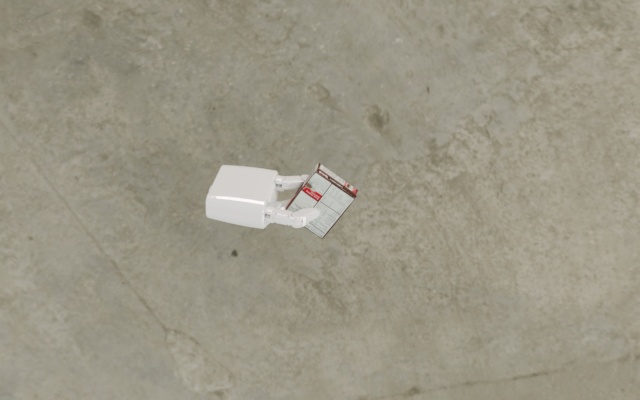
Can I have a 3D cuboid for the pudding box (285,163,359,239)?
[{"bbox_3d":[0.000,0.003,0.866,0.090,0.113,0.039,34,29,-8],"label":"pudding box"}]
